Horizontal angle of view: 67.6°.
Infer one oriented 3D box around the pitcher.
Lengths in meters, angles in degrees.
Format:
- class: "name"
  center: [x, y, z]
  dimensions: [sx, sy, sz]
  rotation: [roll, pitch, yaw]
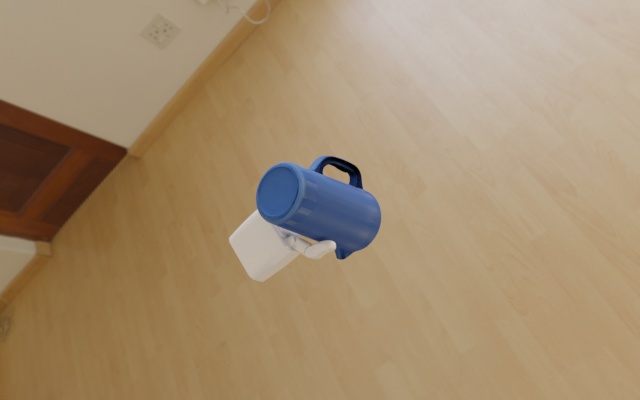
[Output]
- class: "pitcher"
  center: [0.000, 0.003, 0.884]
  dimensions: [0.145, 0.149, 0.243]
  rotation: [-42, -34, 19]
